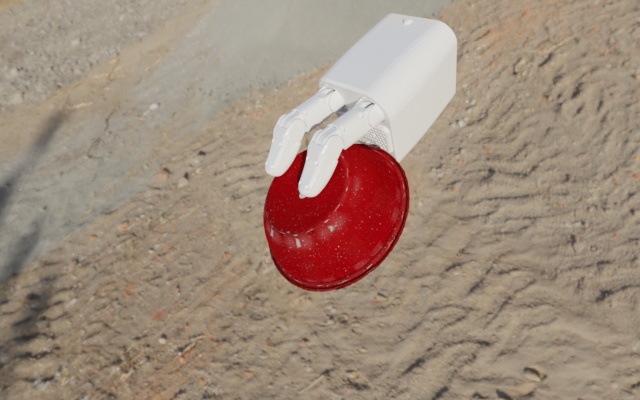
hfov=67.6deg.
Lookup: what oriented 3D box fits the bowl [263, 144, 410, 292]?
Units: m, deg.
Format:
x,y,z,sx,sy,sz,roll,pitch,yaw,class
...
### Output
x,y,z,sx,sy,sz,roll,pitch,yaw,class
-0.001,0.002,0.455,0.162,0.162,0.055,0,-26,36,bowl
